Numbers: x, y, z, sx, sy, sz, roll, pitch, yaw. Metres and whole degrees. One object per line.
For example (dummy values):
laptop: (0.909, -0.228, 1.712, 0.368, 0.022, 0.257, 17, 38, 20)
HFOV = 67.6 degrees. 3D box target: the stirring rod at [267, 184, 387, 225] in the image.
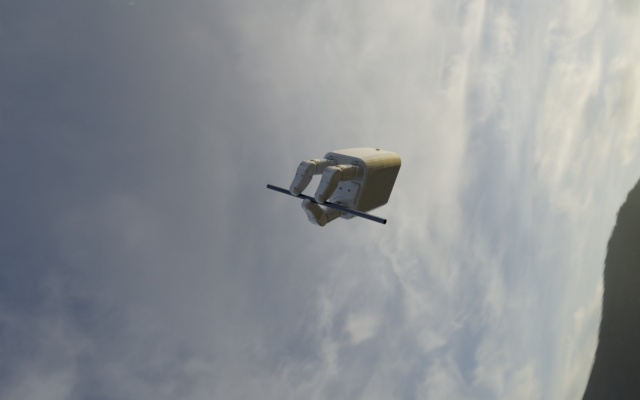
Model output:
stirring rod: (0.000, 0.002, 0.726, 0.239, 0.011, 0.011, 17, 11, 40)
